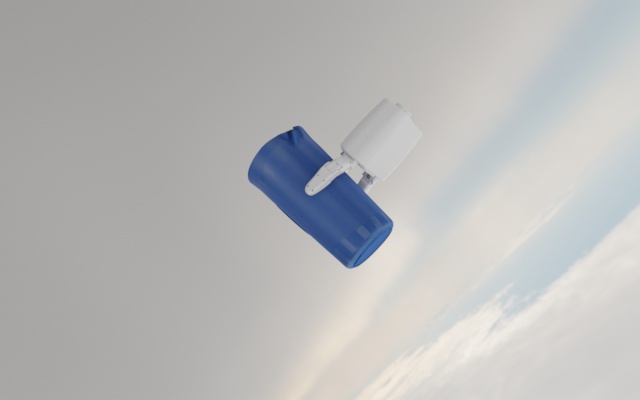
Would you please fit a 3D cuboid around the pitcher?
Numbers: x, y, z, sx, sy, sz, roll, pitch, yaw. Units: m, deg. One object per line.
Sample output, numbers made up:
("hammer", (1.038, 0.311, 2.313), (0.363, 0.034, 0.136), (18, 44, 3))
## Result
("pitcher", (0.000, 0.003, 0.813), (0.242, 0.145, 0.149), (44, 8, 17))
